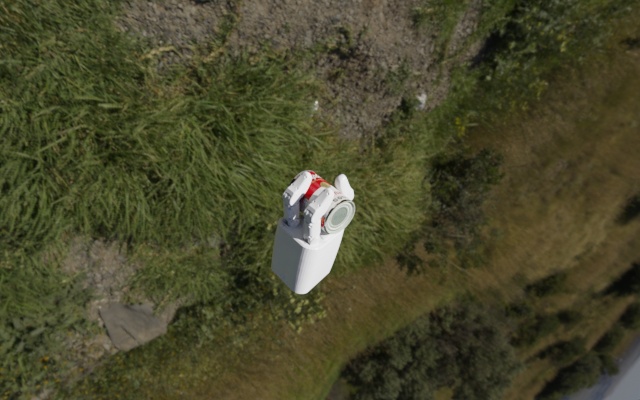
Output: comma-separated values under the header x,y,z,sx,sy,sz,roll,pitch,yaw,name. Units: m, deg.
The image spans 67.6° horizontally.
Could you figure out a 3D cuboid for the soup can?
x,y,z,sx,sy,sz,roll,pitch,yaw,name
0.000,0.002,0.803,0.068,0.068,0.102,0,31,-48,soup can
